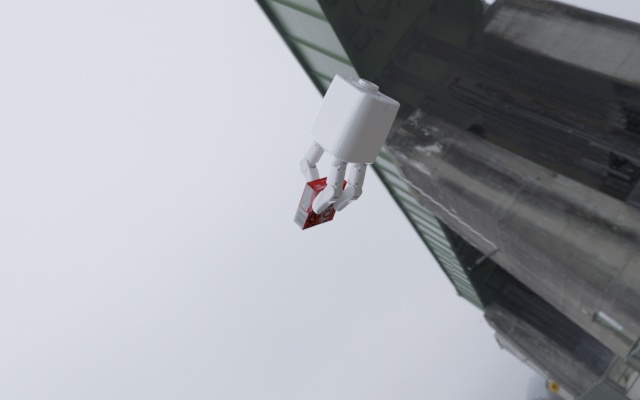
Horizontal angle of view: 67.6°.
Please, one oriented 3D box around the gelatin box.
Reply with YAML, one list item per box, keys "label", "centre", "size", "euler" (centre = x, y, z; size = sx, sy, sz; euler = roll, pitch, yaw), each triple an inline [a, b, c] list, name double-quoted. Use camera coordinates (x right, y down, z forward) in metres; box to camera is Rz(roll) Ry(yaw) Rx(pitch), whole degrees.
- label: "gelatin box"
  centre: [0.000, 0.003, 0.810]
  size: [0.073, 0.089, 0.030]
  euler: [-17, 49, -41]
